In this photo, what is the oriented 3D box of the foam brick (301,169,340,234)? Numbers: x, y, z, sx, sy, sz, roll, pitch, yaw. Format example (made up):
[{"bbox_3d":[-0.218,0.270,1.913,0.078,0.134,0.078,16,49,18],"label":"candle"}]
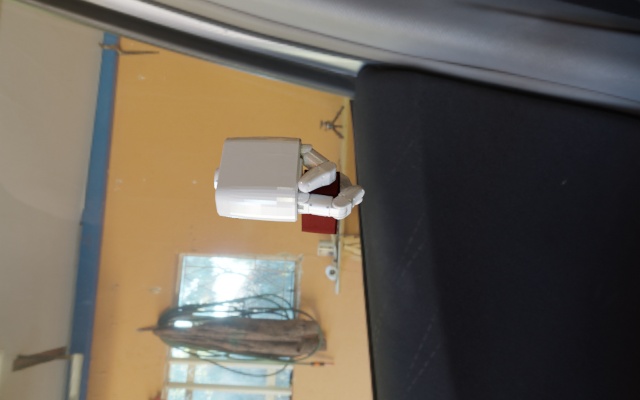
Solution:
[{"bbox_3d":[0.000,0.002,0.674,0.051,0.078,0.053,2,43,0],"label":"foam brick"}]
